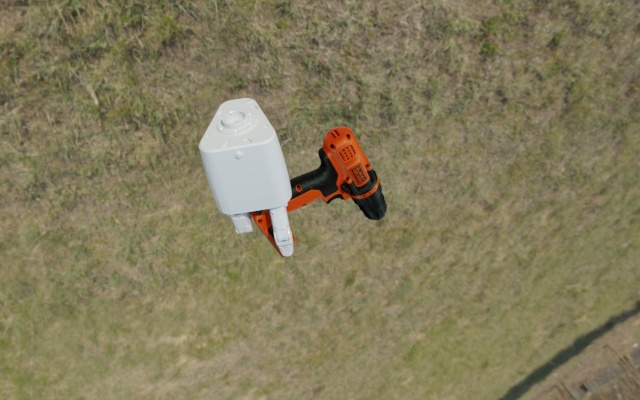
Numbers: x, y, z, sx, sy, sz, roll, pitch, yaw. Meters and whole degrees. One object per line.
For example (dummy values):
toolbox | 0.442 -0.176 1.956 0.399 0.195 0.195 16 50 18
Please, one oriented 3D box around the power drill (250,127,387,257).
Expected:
power drill | 0.000 0.002 0.711 0.187 0.184 0.057 -34 40 -1
